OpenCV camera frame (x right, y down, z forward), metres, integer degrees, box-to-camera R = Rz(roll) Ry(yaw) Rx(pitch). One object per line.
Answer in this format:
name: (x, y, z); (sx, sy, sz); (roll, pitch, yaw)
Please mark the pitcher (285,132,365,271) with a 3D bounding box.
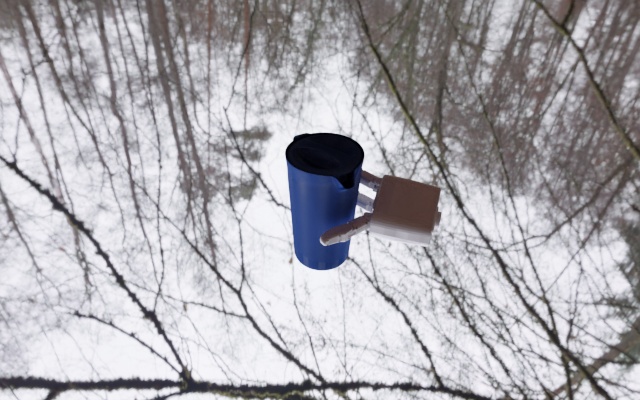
pitcher: (0.000, 0.003, 0.871); (0.145, 0.243, 0.149); (11, 39, 11)
